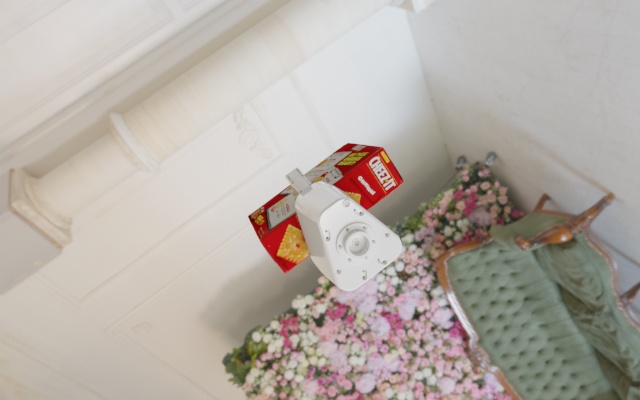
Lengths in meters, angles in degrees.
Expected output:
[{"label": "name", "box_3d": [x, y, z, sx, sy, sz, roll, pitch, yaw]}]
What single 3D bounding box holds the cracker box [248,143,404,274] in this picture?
[{"label": "cracker box", "box_3d": [0.000, 0.002, 0.730, 0.213, 0.072, 0.164, -36, 16, -6]}]
